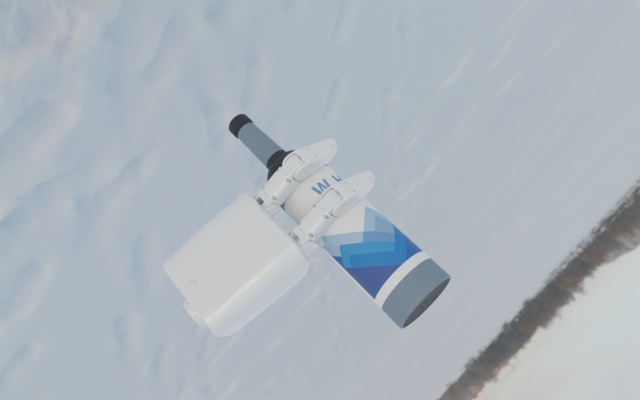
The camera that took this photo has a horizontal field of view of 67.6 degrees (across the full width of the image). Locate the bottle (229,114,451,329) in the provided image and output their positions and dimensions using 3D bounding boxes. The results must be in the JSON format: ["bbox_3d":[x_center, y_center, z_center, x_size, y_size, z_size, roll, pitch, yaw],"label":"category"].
[{"bbox_3d":[0.000,0.002,0.497,0.295,0.069,0.069,44,22,25],"label":"bottle"}]
